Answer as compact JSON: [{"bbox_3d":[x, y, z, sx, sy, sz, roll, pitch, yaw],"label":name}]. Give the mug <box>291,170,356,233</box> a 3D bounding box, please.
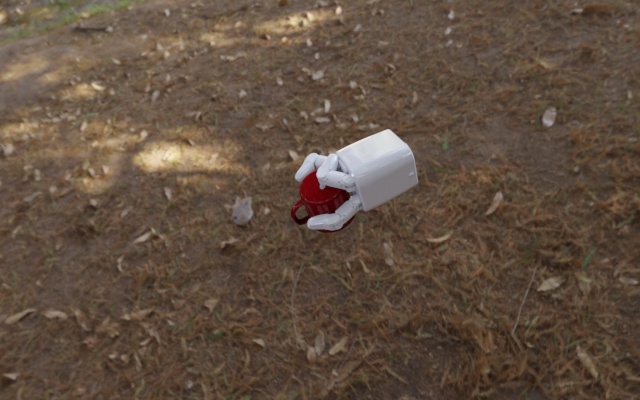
[{"bbox_3d":[-0.001,0.003,0.851,0.117,0.093,0.082,-26,-41,-3],"label":"mug"}]
